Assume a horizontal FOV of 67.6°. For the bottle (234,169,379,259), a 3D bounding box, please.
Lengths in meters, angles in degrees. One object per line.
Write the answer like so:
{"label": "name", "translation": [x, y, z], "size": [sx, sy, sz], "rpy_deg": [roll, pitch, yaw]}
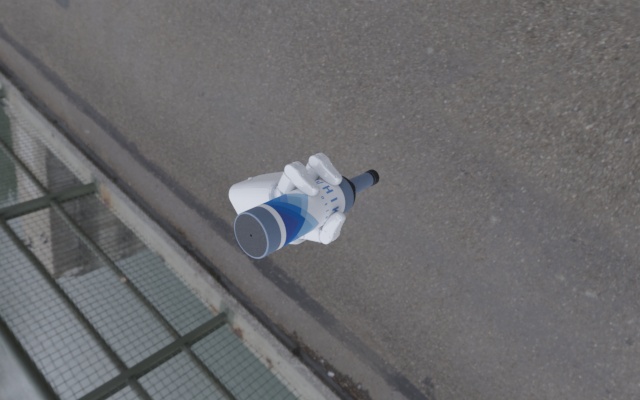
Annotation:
{"label": "bottle", "translation": [0.000, 0.003, 0.737], "size": [0.069, 0.069, 0.295], "rpy_deg": [0, 18, 41]}
